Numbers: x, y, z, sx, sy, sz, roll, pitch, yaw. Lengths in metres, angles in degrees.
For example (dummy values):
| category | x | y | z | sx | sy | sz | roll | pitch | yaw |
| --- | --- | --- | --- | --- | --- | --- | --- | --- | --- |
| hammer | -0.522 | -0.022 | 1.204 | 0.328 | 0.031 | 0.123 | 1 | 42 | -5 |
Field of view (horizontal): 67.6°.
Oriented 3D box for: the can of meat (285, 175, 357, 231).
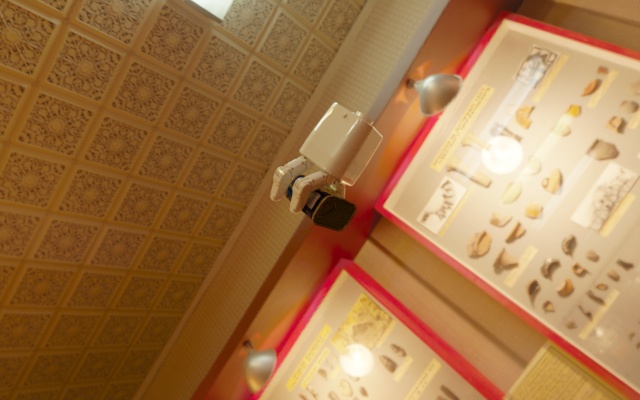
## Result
| category | x | y | z | sx | sy | sz | roll | pitch | yaw |
| --- | --- | --- | --- | --- | --- | --- | --- | --- | --- |
| can of meat | 0.000 | 0.003 | 0.831 | 0.084 | 0.057 | 0.102 | 39 | 12 | 36 |
